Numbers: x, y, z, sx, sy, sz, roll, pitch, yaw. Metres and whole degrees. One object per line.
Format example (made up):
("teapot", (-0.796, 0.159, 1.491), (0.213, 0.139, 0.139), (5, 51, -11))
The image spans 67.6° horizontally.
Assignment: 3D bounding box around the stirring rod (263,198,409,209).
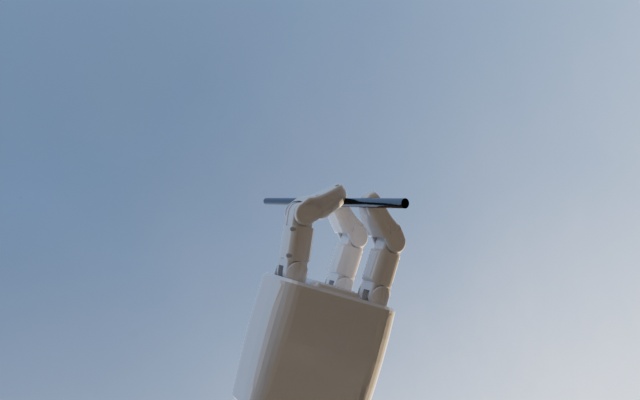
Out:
("stirring rod", (0.000, 0.002, 0.462), (0.011, 0.011, 0.239), (0, 0, -32))
